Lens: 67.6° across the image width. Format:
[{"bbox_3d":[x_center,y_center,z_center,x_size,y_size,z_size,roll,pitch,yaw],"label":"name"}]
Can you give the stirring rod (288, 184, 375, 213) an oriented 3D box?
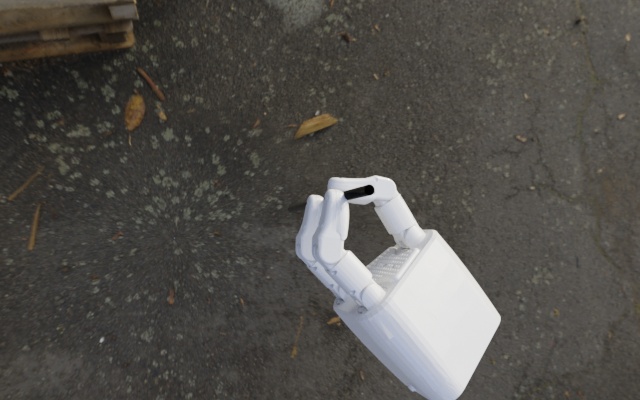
[{"bbox_3d":[0.000,0.002,0.456,0.011,0.011,0.239,0,-4,-17],"label":"stirring rod"}]
